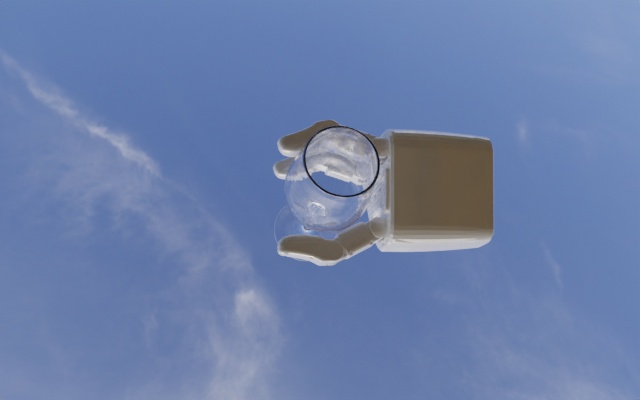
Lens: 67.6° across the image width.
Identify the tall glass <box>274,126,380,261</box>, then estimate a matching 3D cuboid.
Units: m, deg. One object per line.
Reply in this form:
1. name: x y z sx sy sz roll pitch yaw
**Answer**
1. tall glass: 0.000 0.002 0.464 0.079 0.079 0.201 0 -19 -10
